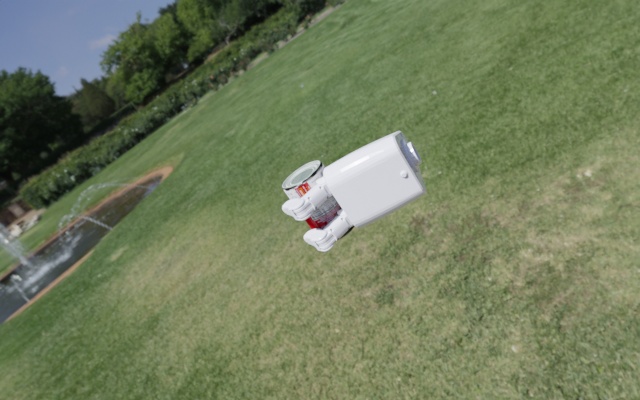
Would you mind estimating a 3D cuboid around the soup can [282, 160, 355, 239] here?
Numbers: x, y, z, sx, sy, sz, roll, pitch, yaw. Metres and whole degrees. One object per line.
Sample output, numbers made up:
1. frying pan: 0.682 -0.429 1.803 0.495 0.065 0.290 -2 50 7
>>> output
1. soup can: 0.000 0.002 0.684 0.068 0.102 0.068 -30 20 12
